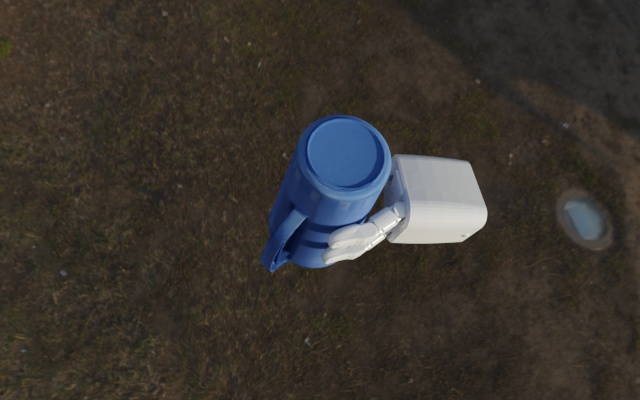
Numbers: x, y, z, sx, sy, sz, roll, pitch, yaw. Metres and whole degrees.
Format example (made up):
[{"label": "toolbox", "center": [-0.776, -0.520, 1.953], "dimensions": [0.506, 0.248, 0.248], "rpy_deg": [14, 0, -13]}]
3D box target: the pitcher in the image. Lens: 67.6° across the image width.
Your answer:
[{"label": "pitcher", "center": [0.000, 0.002, 0.623], "dimensions": [0.145, 0.149, 0.243], "rpy_deg": [3, -23, -9]}]
